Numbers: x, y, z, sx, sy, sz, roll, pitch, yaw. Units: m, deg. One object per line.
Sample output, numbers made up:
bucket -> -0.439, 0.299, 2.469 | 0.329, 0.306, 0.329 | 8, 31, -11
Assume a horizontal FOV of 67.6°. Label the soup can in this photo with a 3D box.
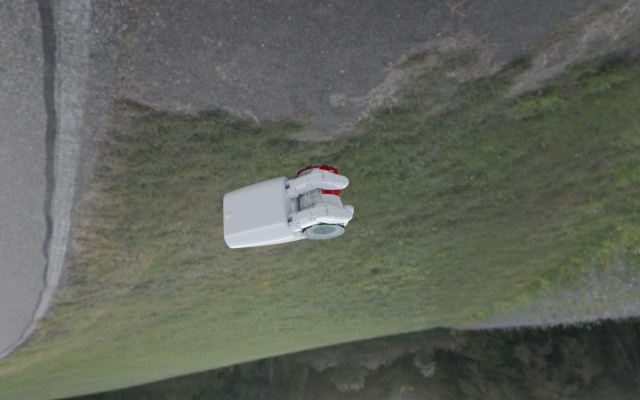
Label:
soup can -> 0.001, 0.003, 0.749 | 0.068, 0.102, 0.068 | -5, -23, -2
